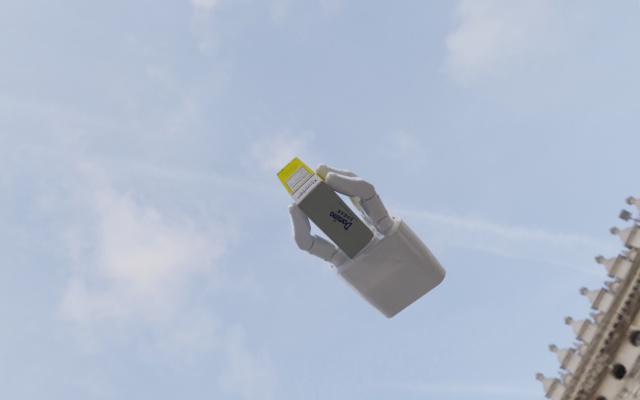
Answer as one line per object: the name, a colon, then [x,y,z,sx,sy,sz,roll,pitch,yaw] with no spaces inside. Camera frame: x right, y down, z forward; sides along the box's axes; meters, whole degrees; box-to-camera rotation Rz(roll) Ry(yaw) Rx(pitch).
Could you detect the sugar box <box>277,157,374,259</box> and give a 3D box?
sugar box: [0.001,0.002,0.597,0.093,0.048,0.176,46,-2,-19]
